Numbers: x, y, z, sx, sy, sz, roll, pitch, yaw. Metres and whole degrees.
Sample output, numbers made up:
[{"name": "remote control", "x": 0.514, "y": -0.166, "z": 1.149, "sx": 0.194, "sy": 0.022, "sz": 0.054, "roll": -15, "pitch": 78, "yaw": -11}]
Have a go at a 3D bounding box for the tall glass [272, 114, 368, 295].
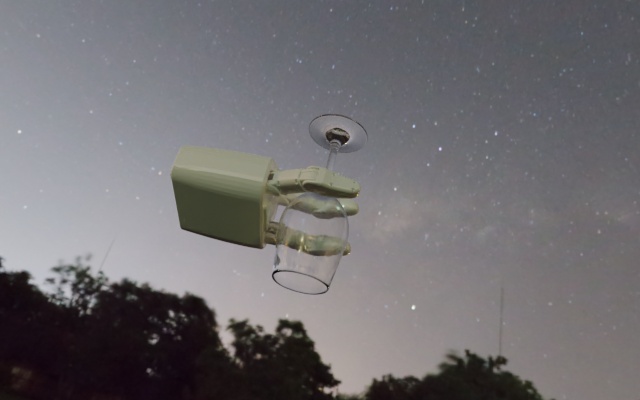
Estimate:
[{"name": "tall glass", "x": 0.000, "y": 0.001, "z": 0.544, "sx": 0.079, "sy": 0.201, "sz": 0.079, "roll": 11, "pitch": -29, "yaw": 6}]
